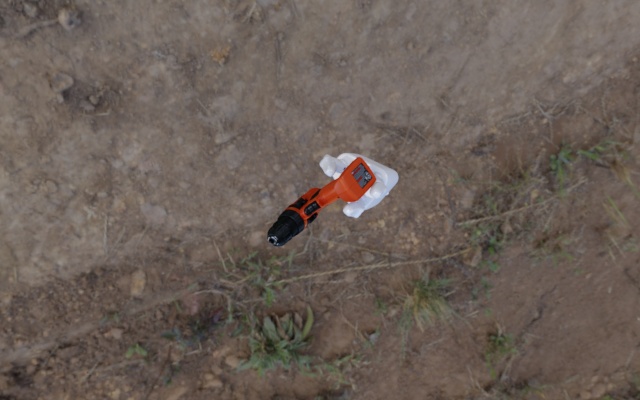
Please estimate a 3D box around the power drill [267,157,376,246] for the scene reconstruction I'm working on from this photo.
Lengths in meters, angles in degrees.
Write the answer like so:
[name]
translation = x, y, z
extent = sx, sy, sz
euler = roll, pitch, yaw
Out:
[power drill]
translation = 0.001, 0.003, 0.872
extent = 0.188, 0.057, 0.184
euler = -30, 11, 39
